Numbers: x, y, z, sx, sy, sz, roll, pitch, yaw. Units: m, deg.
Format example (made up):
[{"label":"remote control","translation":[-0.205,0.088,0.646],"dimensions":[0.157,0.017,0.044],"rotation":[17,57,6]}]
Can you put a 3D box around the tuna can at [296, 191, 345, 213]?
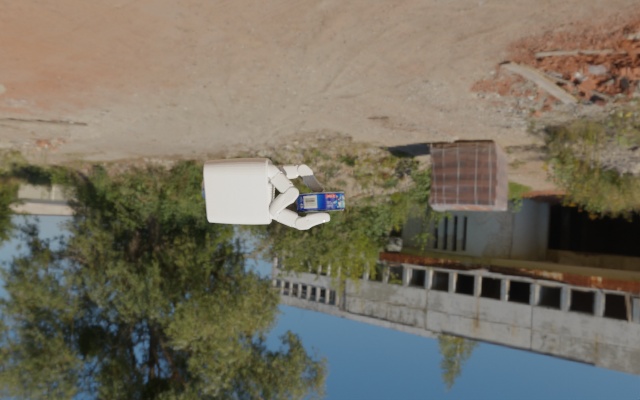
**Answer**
[{"label":"tuna can","translation":[0.000,0.003,0.843],"dimensions":[0.086,0.034,0.086],"rotation":[-3,-1,0]}]
